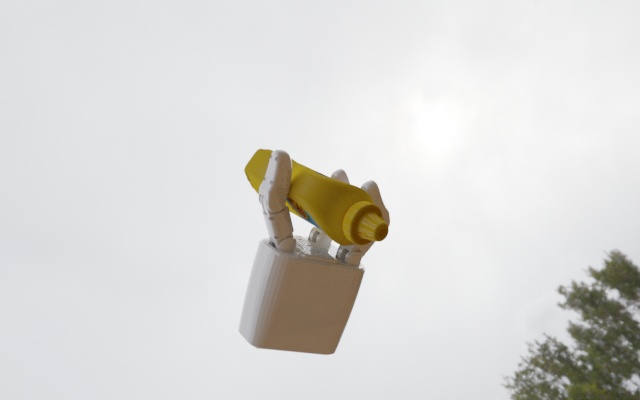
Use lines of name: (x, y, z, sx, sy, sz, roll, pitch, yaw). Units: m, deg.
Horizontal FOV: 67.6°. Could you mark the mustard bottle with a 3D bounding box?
mustard bottle: (0.000, 0.001, 0.500, 0.096, 0.058, 0.191, 41, -8, -39)
